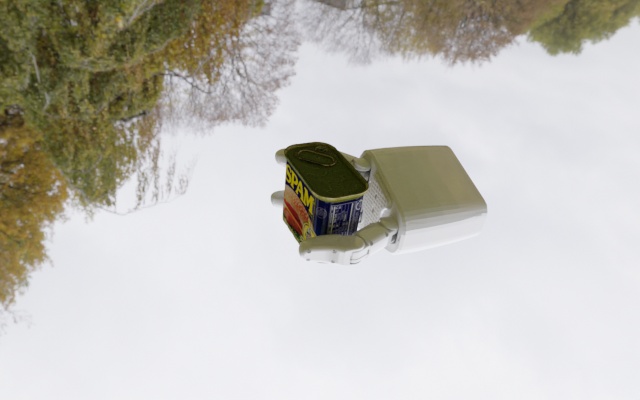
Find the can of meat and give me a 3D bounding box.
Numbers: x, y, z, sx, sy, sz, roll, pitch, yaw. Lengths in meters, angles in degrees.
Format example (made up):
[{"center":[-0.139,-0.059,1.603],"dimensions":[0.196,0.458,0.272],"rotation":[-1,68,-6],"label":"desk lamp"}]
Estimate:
[{"center":[0.000,0.002,0.483],"dimensions":[0.057,0.084,0.102],"rotation":[-11,39,-24],"label":"can of meat"}]
